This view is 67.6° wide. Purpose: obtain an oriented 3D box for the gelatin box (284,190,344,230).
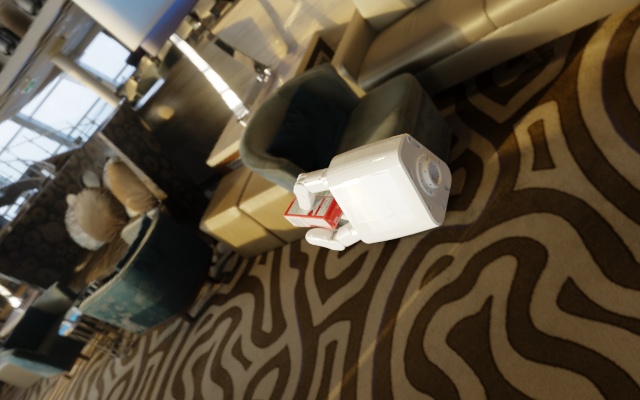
[{"bbox_3d":[0.000,0.002,0.676,0.089,0.073,0.030,1,-36,47],"label":"gelatin box"}]
